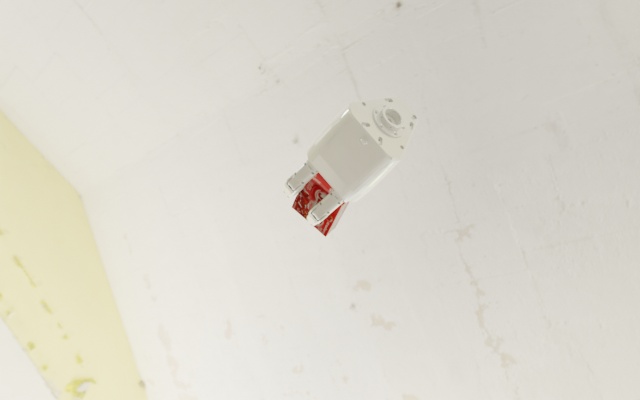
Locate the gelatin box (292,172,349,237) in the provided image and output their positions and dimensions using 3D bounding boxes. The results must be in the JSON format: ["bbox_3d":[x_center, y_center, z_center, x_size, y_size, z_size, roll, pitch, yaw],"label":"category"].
[{"bbox_3d":[0.000,0.002,0.719,0.030,0.073,0.089,-40,-15,-37],"label":"gelatin box"}]
